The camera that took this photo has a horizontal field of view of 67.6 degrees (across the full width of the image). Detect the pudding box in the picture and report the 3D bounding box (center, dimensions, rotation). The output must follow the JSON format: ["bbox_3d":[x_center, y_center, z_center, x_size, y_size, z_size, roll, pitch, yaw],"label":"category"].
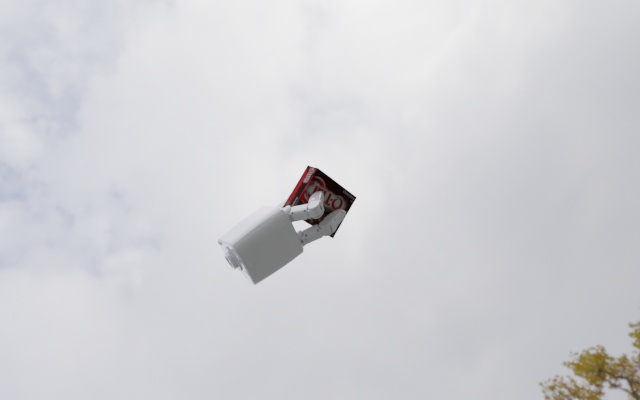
[{"bbox_3d":[0.000,0.003,0.860,0.113,0.090,0.039,35,-6,-38],"label":"pudding box"}]
